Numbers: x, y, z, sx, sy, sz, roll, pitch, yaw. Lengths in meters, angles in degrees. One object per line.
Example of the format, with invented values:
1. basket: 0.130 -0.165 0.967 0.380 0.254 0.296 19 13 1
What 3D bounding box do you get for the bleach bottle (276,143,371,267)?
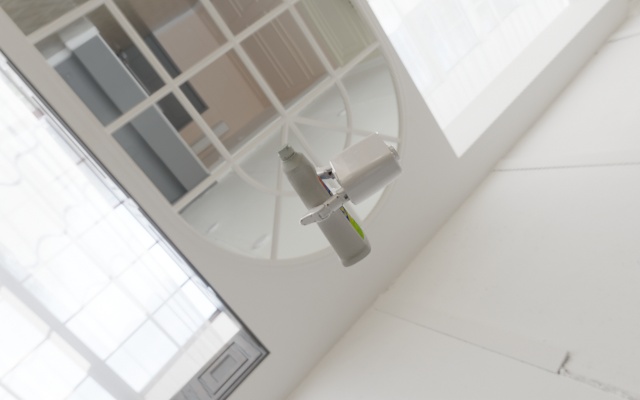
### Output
1. bleach bottle: 0.000 0.003 0.899 0.068 0.251 0.102 -33 20 9
